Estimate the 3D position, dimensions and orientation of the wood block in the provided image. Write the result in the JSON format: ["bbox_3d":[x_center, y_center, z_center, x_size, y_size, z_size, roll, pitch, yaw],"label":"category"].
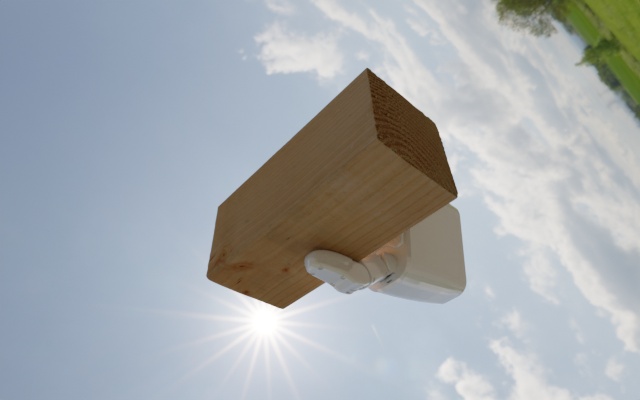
[{"bbox_3d":[0.000,0.002,0.412,0.090,0.090,0.206,30,-52,-30],"label":"wood block"}]
